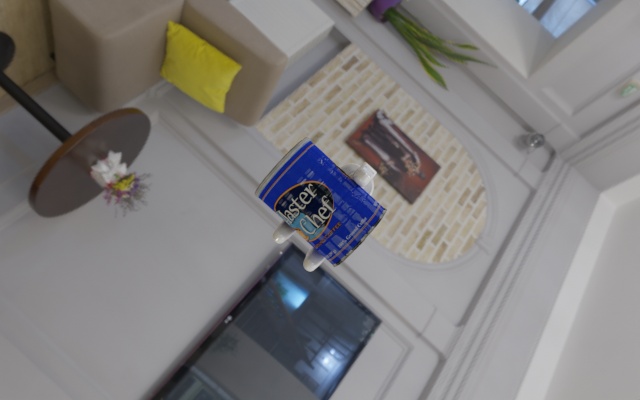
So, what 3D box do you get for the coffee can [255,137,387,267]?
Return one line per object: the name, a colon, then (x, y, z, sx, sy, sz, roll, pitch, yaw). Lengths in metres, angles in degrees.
coffee can: (0.000, 0.002, 0.622, 0.140, 0.103, 0.103, 42, 0, 0)
